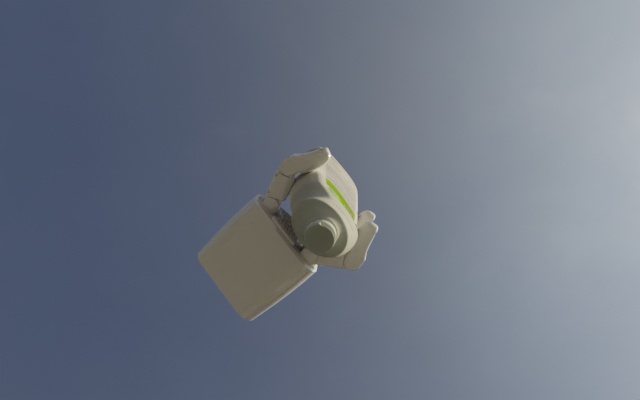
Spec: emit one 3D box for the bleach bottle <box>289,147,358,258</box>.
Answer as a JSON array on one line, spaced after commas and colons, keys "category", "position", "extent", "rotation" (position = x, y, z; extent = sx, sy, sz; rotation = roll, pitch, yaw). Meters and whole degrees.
[{"category": "bleach bottle", "position": [0.000, 0.002, 0.568], "extent": [0.068, 0.102, 0.250], "rotation": [-41, 8, 11]}]
